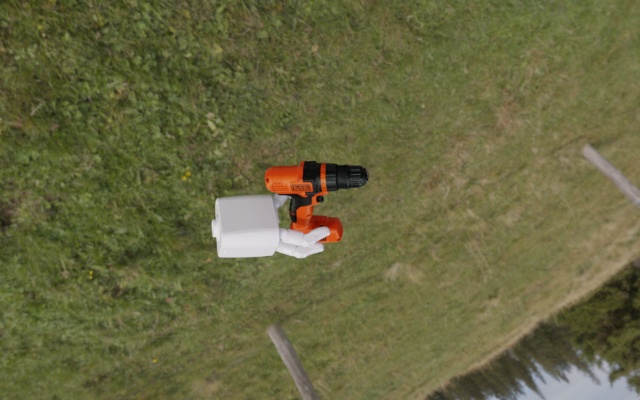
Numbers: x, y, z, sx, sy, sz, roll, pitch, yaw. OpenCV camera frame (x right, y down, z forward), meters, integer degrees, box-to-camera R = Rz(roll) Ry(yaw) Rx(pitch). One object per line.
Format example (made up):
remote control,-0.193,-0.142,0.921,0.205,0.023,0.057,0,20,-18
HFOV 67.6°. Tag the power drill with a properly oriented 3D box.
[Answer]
power drill,0.000,0.003,0.899,0.184,0.057,0.188,0,-42,8
